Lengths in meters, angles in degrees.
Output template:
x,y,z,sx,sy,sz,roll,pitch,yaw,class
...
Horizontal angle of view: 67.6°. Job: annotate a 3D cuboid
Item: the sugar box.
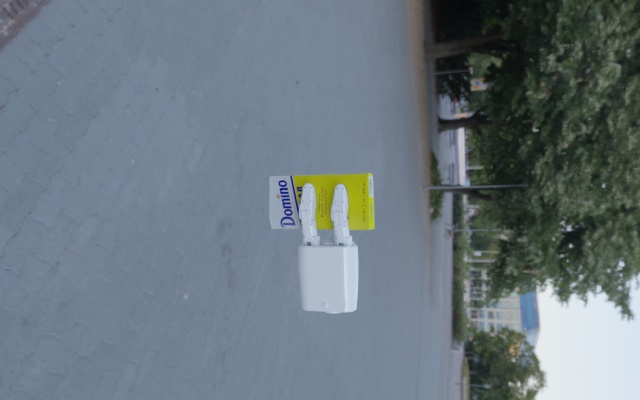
x,y,z,sx,sy,sz,roll,pitch,yaw,class
0.000,0.003,0.800,0.176,0.093,0.048,-1,-1,17,sugar box
